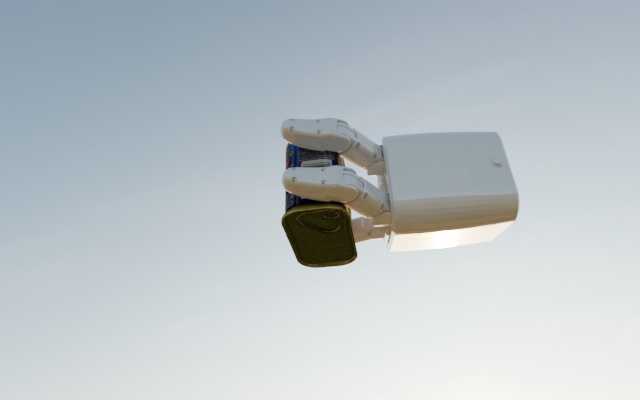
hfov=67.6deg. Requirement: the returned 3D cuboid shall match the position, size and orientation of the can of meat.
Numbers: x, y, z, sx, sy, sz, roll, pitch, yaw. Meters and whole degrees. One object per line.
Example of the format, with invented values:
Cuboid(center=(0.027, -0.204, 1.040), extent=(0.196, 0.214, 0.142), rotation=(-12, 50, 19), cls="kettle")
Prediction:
Cuboid(center=(0.000, 0.001, 0.441), extent=(0.057, 0.084, 0.102), rotation=(-6, -35, 7), cls="can of meat")
